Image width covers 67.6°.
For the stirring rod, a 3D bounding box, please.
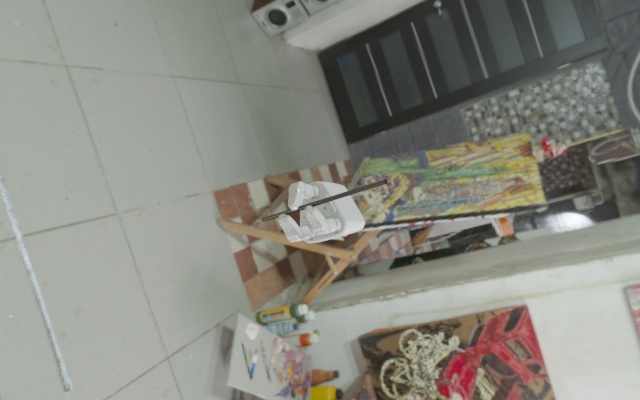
[{"bbox_3d":[0.000,0.003,0.803,0.239,0.011,0.011,-18,-8,26],"label":"stirring rod"}]
